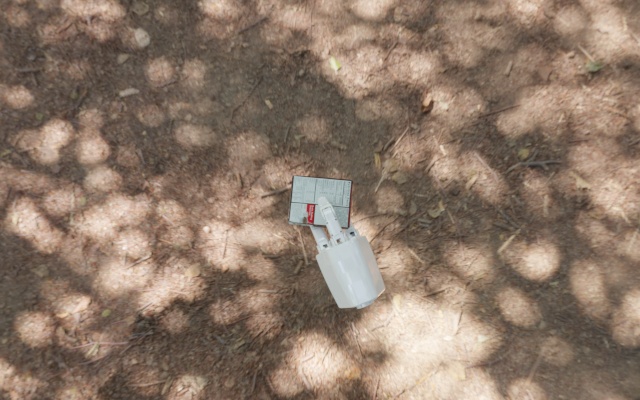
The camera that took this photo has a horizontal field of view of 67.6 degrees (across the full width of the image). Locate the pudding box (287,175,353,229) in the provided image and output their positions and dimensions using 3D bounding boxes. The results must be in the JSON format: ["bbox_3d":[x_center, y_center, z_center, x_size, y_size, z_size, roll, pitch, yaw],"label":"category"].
[{"bbox_3d":[0.000,0.003,0.870,0.113,0.090,0.039,6,-6,1],"label":"pudding box"}]
